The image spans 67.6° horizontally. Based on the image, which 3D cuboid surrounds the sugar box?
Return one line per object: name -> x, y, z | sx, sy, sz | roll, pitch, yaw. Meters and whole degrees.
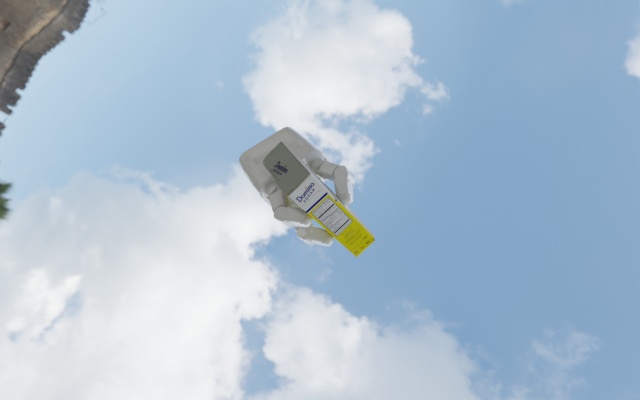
sugar box -> 0.000, 0.003, 0.655 | 0.176, 0.048, 0.093 | 41, 6, -42
